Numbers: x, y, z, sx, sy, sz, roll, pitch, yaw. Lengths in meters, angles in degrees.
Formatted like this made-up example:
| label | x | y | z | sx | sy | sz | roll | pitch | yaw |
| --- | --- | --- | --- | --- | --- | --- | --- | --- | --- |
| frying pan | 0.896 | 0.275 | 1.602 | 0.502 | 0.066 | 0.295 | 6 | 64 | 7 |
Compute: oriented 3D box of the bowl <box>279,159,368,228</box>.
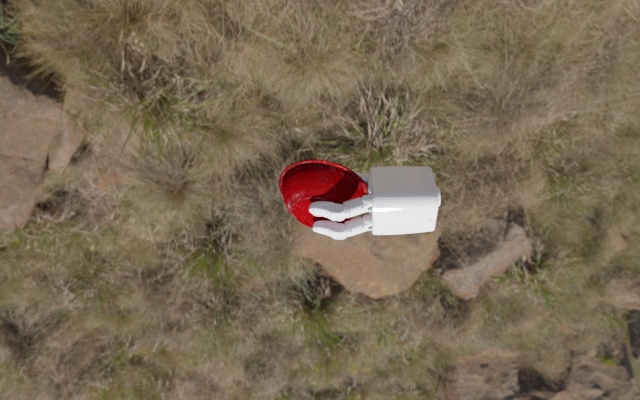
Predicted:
| label | x | y | z | sx | sy | sz | roll | pitch | yaw |
| --- | --- | --- | --- | --- | --- | --- | --- | --- | --- |
| bowl | -0.001 | 0.003 | 0.828 | 0.162 | 0.055 | 0.162 | 9 | -37 | 6 |
